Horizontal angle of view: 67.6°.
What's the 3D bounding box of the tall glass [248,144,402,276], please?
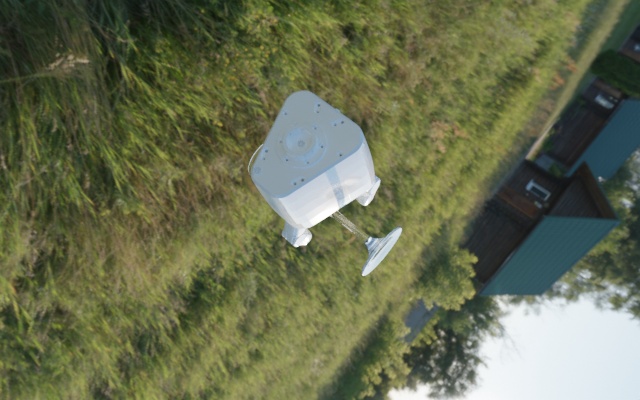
[{"bbox_3d":[0.001,0.002,0.600,0.201,0.079,0.079,39,14,19],"label":"tall glass"}]
